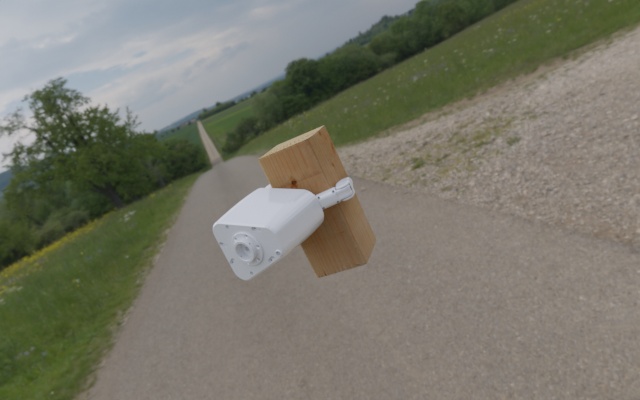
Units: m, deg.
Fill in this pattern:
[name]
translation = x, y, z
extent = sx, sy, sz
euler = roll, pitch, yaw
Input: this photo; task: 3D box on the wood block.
[wood block]
translation = 0.000, 0.002, 0.741
extent = 0.091, 0.206, 0.090
euler = -19, 14, 23
